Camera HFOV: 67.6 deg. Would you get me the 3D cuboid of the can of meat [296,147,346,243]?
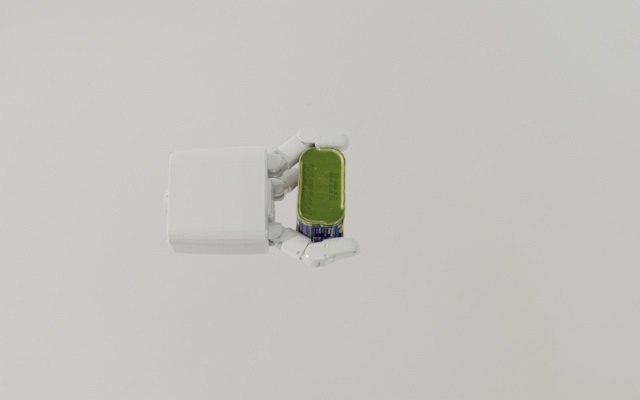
[{"bbox_3d":[0.000,0.002,0.542,0.057,0.102,0.084,1,-28,0],"label":"can of meat"}]
